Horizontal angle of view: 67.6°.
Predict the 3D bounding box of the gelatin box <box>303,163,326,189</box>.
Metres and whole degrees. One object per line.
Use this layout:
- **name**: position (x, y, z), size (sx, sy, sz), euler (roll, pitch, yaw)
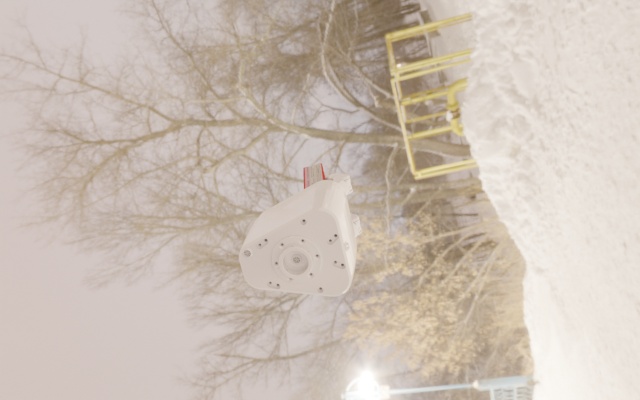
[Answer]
- **gelatin box**: position (0.000, 0.002, 0.631), size (0.030, 0.073, 0.089), euler (-14, 27, 3)
